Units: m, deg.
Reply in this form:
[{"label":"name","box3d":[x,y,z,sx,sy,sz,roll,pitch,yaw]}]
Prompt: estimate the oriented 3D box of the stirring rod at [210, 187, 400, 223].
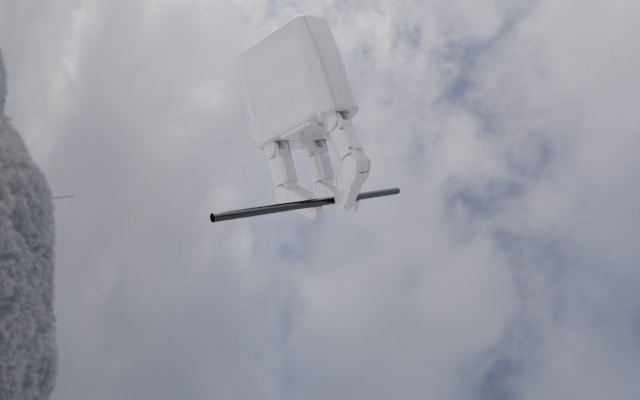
[{"label":"stirring rod","box3d":[0.000,0.001,0.471,0.239,0.011,0.011,-8,5,-42]}]
